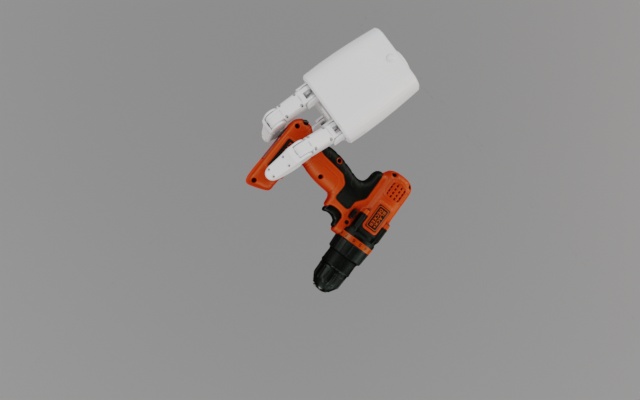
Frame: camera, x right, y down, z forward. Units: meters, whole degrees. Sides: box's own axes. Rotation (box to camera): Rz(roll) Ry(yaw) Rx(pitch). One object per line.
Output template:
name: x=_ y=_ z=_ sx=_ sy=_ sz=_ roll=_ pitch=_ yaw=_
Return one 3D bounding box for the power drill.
power drill: x=0.000 y=0.002 z=0.612 sx=0.188 sy=0.184 sz=0.057 roll=38 pitch=-4 yaw=-14
